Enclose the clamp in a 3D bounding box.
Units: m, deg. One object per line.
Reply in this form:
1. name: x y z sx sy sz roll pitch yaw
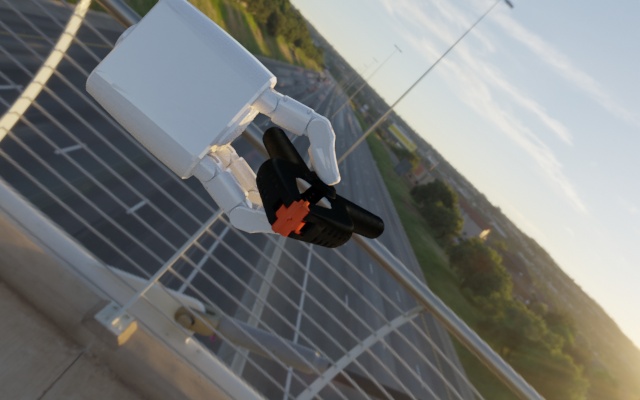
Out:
1. clamp: 0.000 0.001 0.430 0.164 0.036 0.210 39 12 -7
